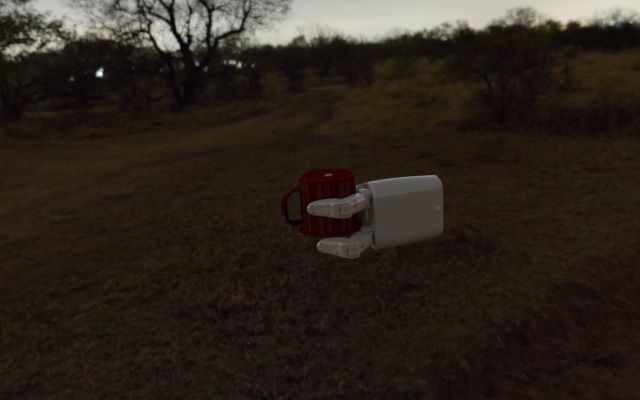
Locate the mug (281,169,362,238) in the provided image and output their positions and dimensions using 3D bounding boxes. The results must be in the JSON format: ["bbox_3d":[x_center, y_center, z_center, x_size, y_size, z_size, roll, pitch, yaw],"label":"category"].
[{"bbox_3d":[-0.001,0.002,0.688,0.117,0.081,0.093,-8,16,-13],"label":"mug"}]
